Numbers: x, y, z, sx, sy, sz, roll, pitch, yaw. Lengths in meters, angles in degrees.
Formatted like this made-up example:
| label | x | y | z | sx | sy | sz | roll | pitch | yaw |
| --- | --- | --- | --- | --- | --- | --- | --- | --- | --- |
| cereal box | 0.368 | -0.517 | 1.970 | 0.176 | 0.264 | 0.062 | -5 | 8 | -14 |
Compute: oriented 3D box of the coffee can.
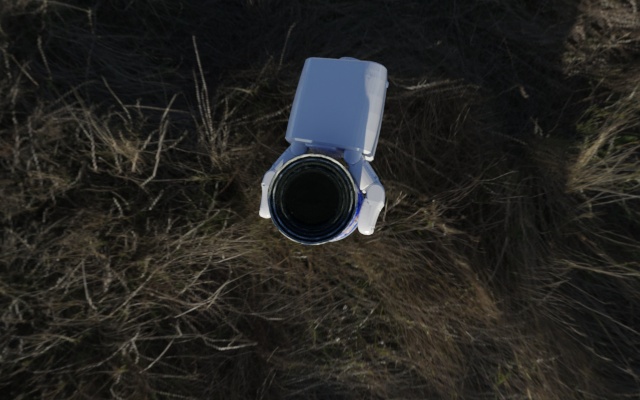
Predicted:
| label | x | y | z | sx | sy | sz | roll | pitch | yaw |
| --- | --- | --- | --- | --- | --- | --- | --- | --- | --- |
| coffee can | 0.000 | 0.002 | 0.597 | 0.103 | 0.103 | 0.140 | 0 | -3 | 8 |
